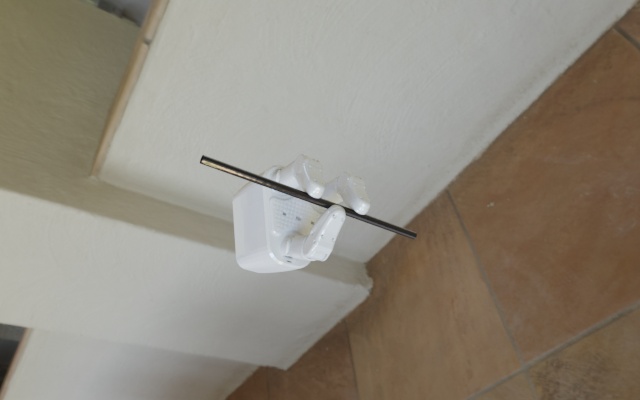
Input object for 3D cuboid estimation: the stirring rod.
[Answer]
[{"bbox_3d":[0.000,0.002,0.460,0.239,0.011,0.011,20,-9,-27],"label":"stirring rod"}]
